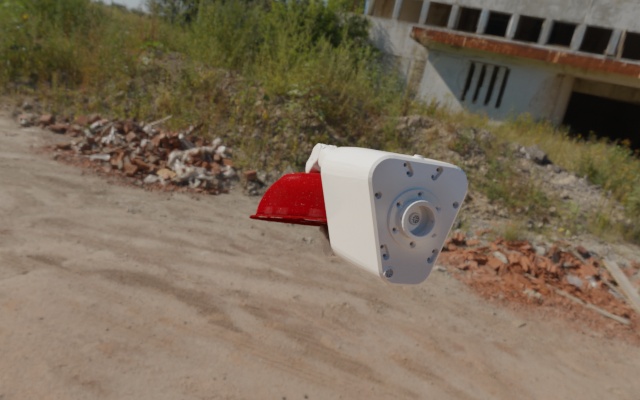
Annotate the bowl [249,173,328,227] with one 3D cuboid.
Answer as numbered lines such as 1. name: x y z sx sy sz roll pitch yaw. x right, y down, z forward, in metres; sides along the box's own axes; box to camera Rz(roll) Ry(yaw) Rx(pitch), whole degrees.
1. bowl: -0.001 0.001 0.558 0.162 0.055 0.162 5 -5 0
